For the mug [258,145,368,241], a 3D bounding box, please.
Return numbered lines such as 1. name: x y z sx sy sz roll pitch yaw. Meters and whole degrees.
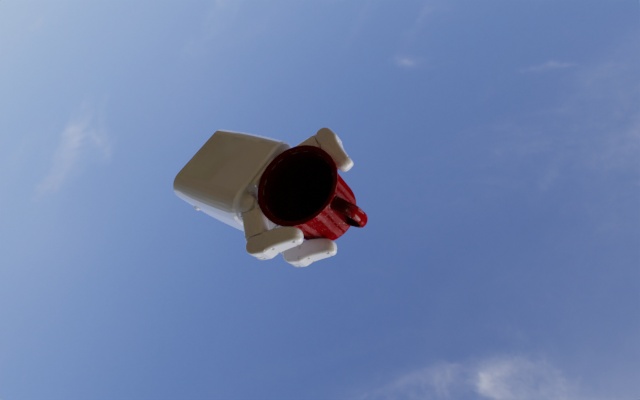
1. mug: 0.001 0.002 0.524 0.117 0.093 0.081 18 -14 31
